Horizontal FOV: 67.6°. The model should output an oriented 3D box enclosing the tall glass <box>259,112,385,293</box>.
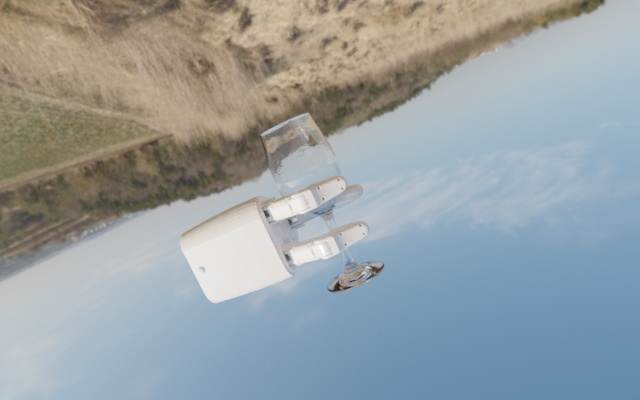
[{"bbox_3d":[0.001,0.002,0.554,0.079,0.201,0.079,-24,8,4],"label":"tall glass"}]
